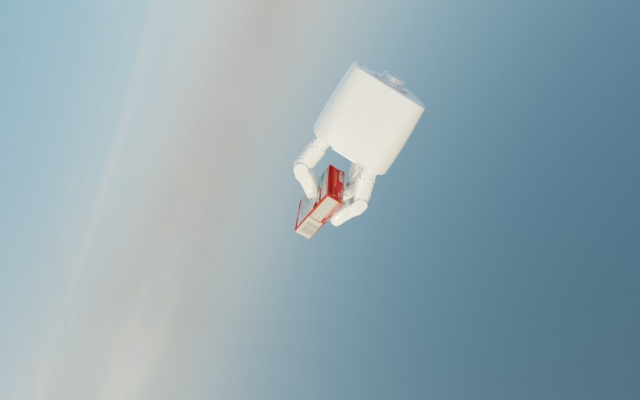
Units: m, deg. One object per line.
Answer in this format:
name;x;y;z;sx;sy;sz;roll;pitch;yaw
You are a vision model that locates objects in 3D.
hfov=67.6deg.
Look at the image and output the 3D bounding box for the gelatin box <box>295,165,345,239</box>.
gelatin box;0.000;0.002;0.701;0.030;0.089;0.073;30;34;-18
